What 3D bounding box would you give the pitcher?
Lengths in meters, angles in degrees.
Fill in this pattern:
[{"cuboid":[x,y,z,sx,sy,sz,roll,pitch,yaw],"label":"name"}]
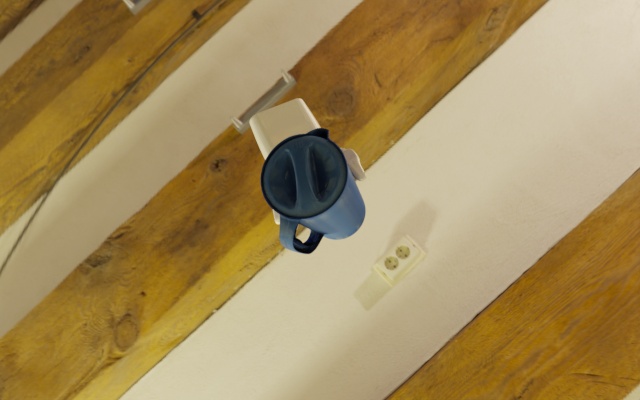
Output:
[{"cuboid":[0.000,0.002,0.798,0.149,0.145,0.243,-31,-21,5],"label":"pitcher"}]
